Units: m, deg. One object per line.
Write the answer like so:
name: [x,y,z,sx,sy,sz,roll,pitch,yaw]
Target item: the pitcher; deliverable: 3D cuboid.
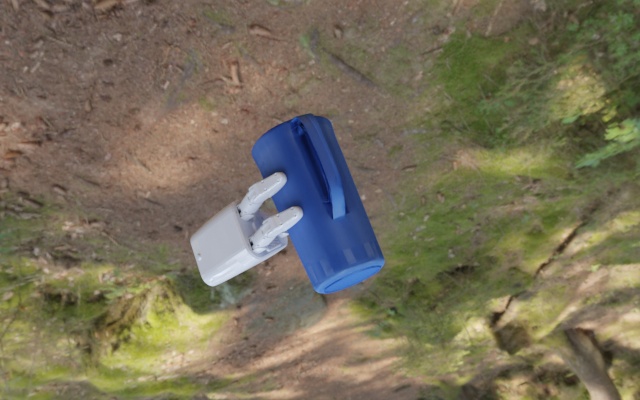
pitcher: [0.000,0.002,0.695,0.145,0.242,0.149,-32,-21,24]
